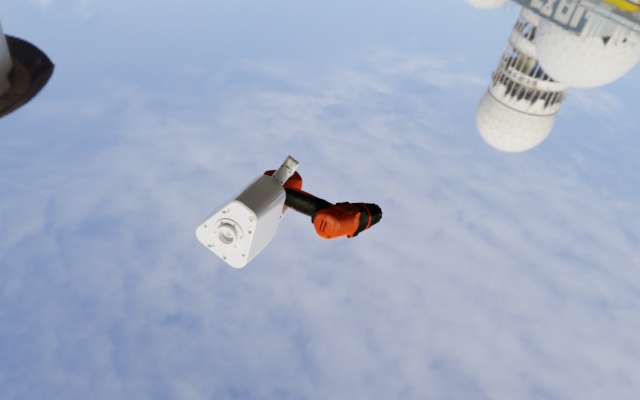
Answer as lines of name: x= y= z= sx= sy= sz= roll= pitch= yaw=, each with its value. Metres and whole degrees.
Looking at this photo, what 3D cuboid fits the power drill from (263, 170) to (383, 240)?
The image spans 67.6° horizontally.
power drill: x=0.000 y=0.003 z=0.828 sx=0.187 sy=0.057 sz=0.184 roll=25 pitch=16 yaw=28
